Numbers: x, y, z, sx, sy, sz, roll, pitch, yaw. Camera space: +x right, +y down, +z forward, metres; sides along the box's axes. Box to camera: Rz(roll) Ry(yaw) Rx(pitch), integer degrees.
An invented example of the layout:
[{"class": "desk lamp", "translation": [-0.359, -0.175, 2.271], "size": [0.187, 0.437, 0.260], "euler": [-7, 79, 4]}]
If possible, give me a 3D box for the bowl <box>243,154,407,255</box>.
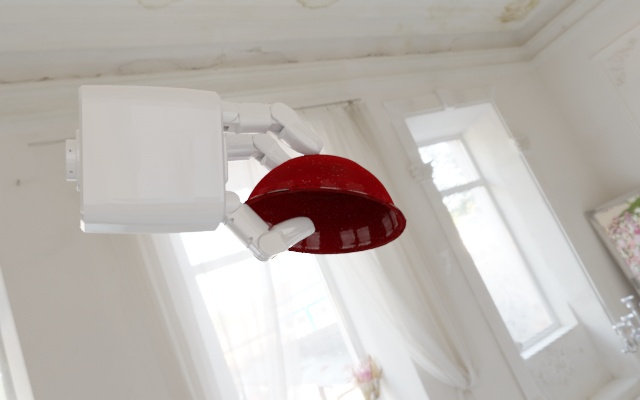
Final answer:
[{"class": "bowl", "translation": [0.001, 0.001, 0.460], "size": [0.162, 0.055, 0.162], "euler": [2, -26, 1]}]
